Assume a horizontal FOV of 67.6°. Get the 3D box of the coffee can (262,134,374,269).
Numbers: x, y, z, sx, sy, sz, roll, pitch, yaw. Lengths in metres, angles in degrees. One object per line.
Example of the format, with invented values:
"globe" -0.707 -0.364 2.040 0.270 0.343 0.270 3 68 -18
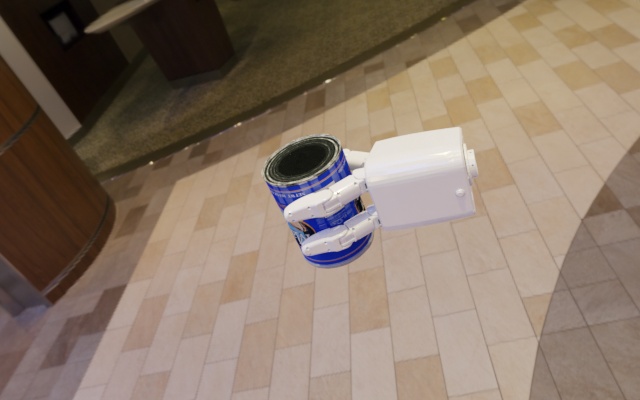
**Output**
"coffee can" 0.000 0.002 0.608 0.103 0.140 0.102 -16 35 12
